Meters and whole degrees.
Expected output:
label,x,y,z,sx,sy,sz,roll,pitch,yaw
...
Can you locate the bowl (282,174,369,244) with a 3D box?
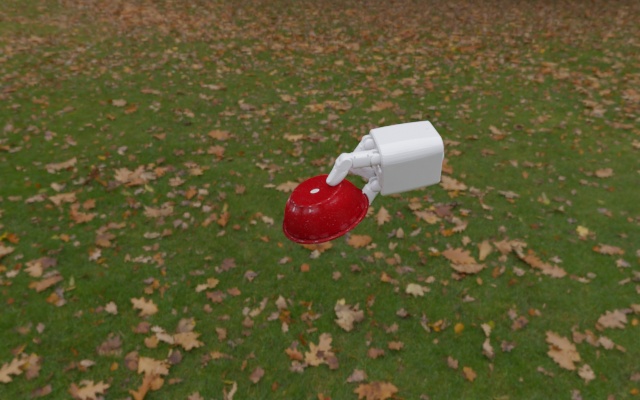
label,x,y,z,sx,sy,sz,roll,pitch,yaw
bowl,-0.001,0.003,0.828,0.162,0.055,0.162,-16,33,11
